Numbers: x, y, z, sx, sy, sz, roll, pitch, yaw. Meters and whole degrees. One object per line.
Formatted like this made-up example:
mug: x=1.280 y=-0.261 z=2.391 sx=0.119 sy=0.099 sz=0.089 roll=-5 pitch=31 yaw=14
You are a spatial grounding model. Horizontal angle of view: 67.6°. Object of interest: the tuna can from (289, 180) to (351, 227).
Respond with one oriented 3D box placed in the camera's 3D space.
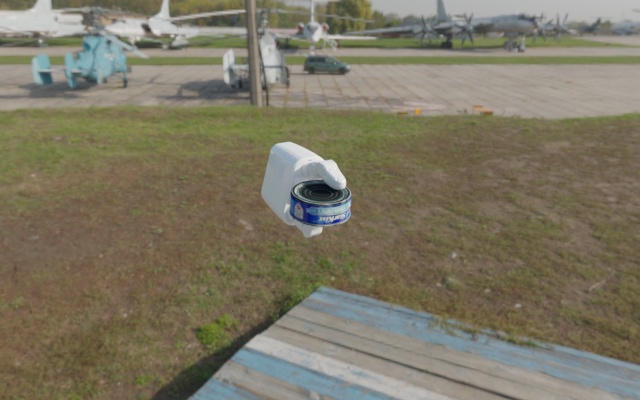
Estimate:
tuna can: x=0.000 y=0.002 z=0.663 sx=0.086 sy=0.034 sz=0.086 roll=3 pitch=25 yaw=-1
